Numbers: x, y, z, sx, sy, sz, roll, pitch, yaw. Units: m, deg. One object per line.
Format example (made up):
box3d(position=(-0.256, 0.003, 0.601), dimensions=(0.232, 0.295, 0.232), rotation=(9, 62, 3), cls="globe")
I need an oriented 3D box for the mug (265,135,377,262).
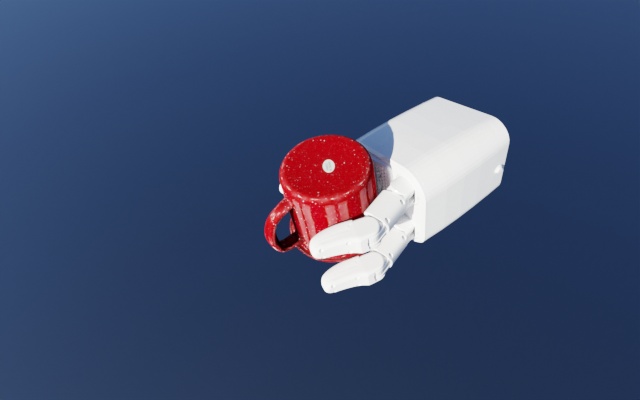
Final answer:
box3d(position=(-0.001, 0.002, 0.429), dimensions=(0.117, 0.082, 0.093), rotation=(-32, 52, -15), cls="mug")
